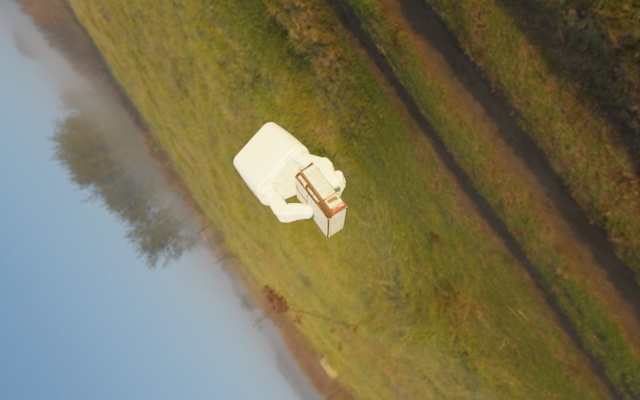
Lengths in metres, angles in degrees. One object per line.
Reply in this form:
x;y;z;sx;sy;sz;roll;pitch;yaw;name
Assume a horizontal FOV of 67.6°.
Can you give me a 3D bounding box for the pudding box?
0.000;0.003;0.749;0.039;0.090;0.113;-36;-15;-9;pudding box
